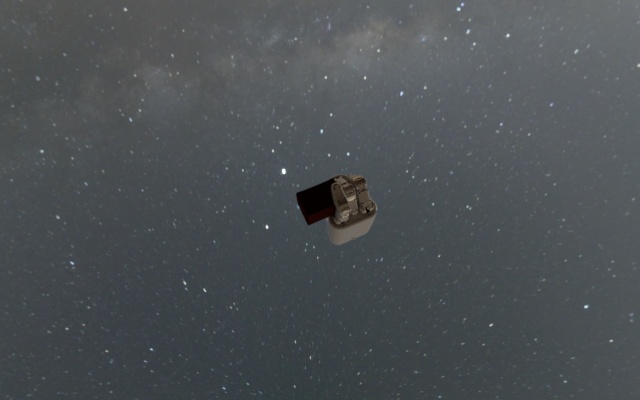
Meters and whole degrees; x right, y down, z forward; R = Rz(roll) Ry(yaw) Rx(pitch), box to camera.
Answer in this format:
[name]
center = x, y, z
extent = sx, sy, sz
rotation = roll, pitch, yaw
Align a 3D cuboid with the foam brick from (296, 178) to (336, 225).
[foam brick]
center = 0.000, 0.003, 0.895
extent = 0.078, 0.053, 0.051
rotation = -22, -21, -11
